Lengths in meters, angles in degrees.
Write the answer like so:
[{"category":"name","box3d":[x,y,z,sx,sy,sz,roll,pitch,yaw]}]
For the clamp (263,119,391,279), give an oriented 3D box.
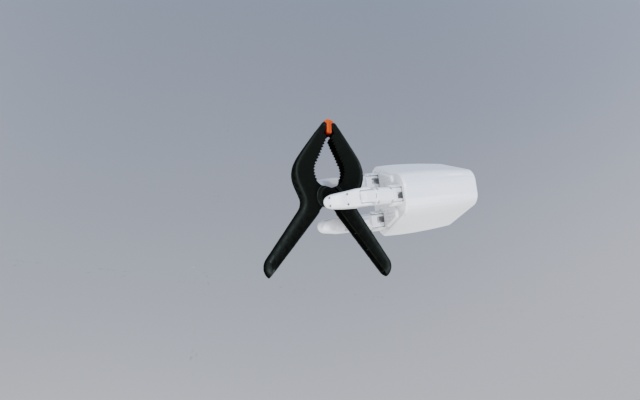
[{"category":"clamp","box3d":[0.000,0.001,0.610,0.164,0.210,0.036,-6,-6,-15]}]
